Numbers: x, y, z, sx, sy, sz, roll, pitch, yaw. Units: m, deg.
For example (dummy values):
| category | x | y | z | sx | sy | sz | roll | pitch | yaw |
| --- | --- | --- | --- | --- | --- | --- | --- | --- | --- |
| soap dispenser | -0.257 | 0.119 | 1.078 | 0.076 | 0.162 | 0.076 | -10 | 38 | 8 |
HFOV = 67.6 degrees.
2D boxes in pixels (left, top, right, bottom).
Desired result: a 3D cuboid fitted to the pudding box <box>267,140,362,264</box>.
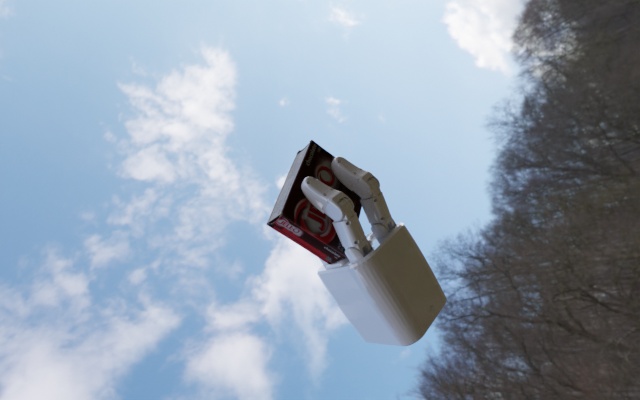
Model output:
| category | x | y | z | sx | sy | sz | roll | pitch | yaw |
| --- | --- | --- | --- | --- | --- | --- | --- | --- | --- |
| pudding box | 0.000 | 0.002 | 0.538 | 0.090 | 0.113 | 0.039 | 35 | -40 | -21 |
